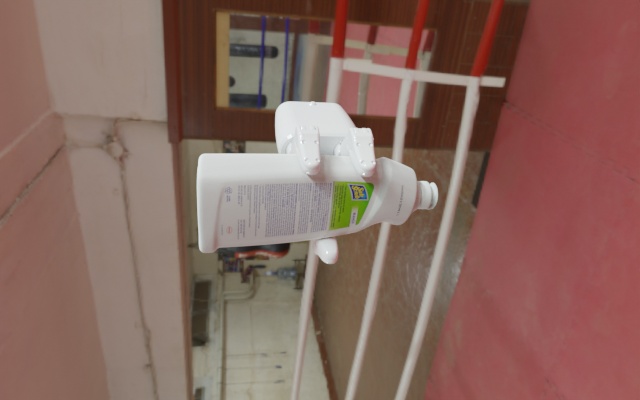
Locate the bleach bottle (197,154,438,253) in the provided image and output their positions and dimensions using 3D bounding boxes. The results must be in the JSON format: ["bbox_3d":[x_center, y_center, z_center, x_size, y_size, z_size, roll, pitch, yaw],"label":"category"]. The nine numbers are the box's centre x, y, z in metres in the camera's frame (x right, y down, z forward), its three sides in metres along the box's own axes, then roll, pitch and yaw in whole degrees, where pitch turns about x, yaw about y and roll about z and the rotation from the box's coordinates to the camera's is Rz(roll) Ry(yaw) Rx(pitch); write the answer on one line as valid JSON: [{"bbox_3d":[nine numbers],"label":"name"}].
[{"bbox_3d":[0.000,0.002,0.508,0.251,0.103,0.068,0,32,-11],"label":"bleach bottle"}]
